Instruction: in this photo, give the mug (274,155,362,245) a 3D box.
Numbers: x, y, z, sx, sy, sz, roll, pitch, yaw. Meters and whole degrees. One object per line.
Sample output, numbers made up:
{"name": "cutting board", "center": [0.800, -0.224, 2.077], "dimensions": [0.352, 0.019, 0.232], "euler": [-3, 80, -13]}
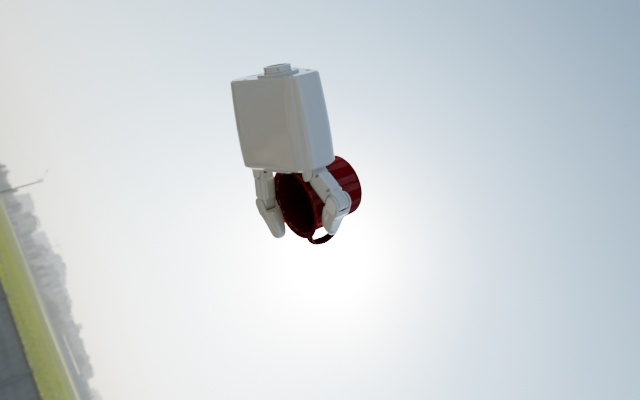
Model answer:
{"name": "mug", "center": [0.001, 0.003, 0.613], "dimensions": [0.081, 0.117, 0.093], "euler": [-23, 26, -31]}
